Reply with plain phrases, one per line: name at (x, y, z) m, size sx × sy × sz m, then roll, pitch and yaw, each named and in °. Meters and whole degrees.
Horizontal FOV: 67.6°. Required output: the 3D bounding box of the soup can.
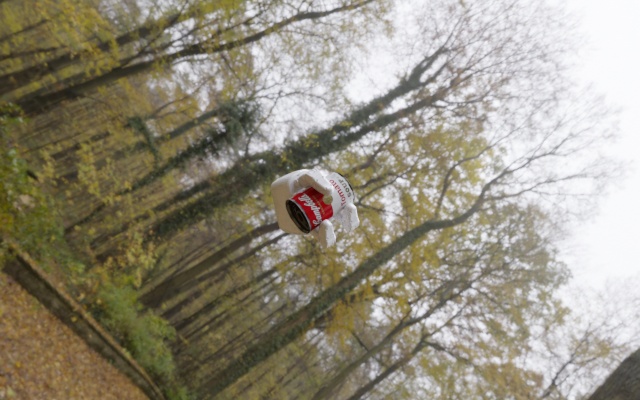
soup can at (0.001, 0.002, 0.825) m, size 0.102 × 0.068 × 0.068 m, roll -33°, pitch 14°, yaw -23°
